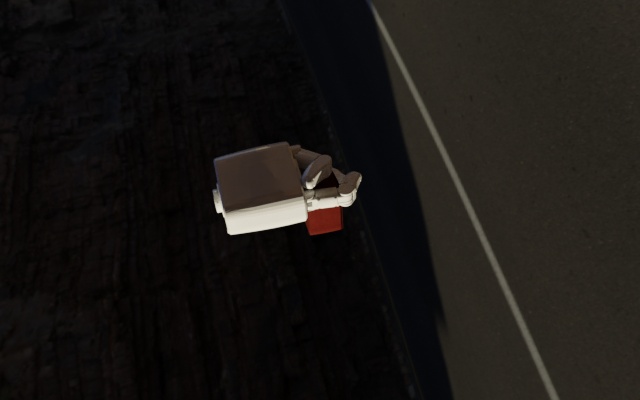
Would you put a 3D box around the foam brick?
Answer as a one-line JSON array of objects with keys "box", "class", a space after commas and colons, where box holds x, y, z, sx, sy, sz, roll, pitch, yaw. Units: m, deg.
[{"box": [0.000, 0.003, 0.688, 0.051, 0.078, 0.053, -13, 40, -10], "class": "foam brick"}]
